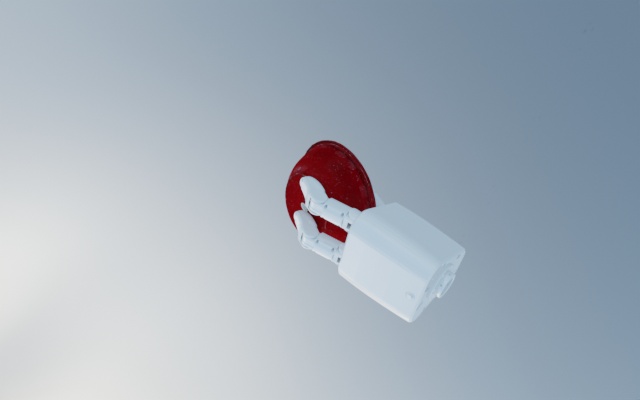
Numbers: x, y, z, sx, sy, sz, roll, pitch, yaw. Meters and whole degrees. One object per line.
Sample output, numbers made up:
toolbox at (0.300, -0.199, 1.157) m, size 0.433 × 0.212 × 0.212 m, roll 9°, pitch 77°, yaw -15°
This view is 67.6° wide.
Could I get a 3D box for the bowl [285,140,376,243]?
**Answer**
bowl at (-0.001, 0.002, 0.648) m, size 0.055 × 0.162 × 0.162 m, roll -18°, pitch 10°, yaw -35°
